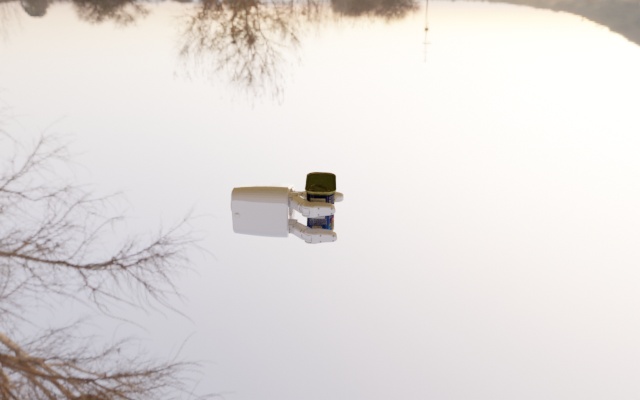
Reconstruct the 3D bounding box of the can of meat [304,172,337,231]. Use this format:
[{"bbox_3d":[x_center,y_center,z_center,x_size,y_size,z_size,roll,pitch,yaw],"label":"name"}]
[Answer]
[{"bbox_3d":[0.000,0.003,0.894,0.057,0.084,0.102,1,24,0],"label":"can of meat"}]
